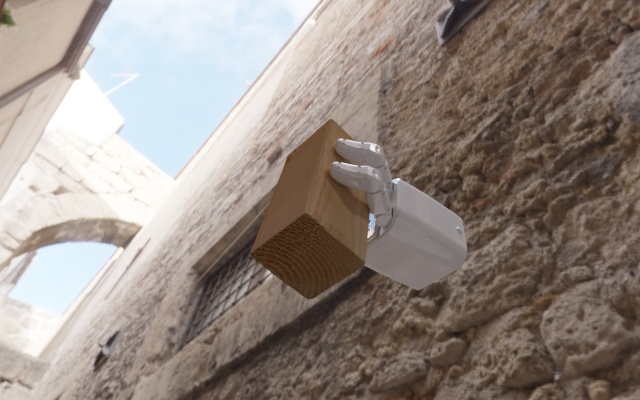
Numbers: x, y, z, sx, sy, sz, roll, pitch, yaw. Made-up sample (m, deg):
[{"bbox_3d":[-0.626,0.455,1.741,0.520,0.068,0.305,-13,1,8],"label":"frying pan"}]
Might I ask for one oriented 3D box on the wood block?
[{"bbox_3d":[0.000,0.002,0.575,0.091,0.090,0.206,-38,22,30],"label":"wood block"}]
